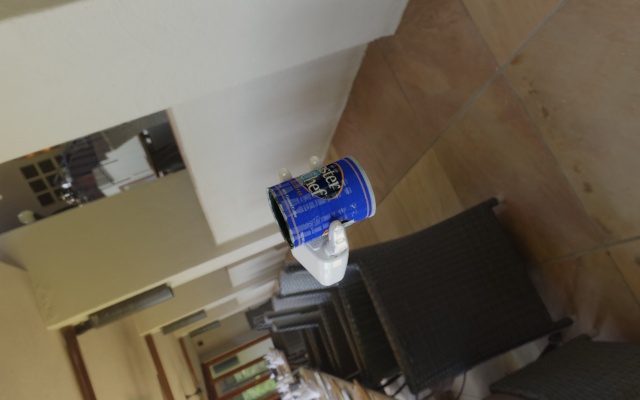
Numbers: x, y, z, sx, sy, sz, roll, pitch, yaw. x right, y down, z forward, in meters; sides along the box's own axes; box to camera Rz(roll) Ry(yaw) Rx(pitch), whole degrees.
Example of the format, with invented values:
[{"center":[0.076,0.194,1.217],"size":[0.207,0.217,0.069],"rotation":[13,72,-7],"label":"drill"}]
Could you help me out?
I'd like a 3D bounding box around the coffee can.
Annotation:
[{"center":[0.000,0.002,0.740],"size":[0.140,0.103,0.103],"rotation":[-22,5,-13],"label":"coffee can"}]
